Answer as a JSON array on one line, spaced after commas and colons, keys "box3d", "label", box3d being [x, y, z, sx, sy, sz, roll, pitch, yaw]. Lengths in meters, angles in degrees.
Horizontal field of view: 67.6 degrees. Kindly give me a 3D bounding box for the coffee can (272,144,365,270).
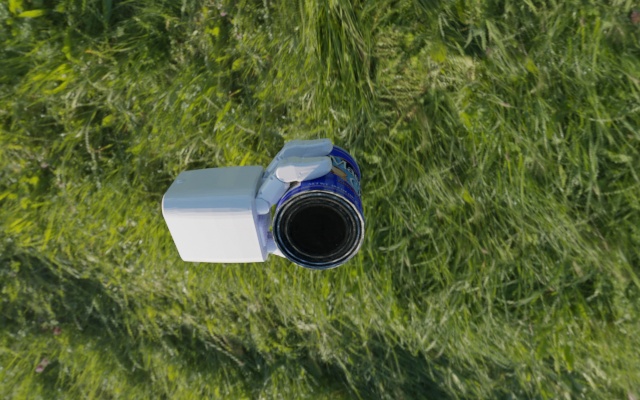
[{"box3d": [0.000, 0.002, 0.582, 0.103, 0.103, 0.140, 0, 27, 2], "label": "coffee can"}]
